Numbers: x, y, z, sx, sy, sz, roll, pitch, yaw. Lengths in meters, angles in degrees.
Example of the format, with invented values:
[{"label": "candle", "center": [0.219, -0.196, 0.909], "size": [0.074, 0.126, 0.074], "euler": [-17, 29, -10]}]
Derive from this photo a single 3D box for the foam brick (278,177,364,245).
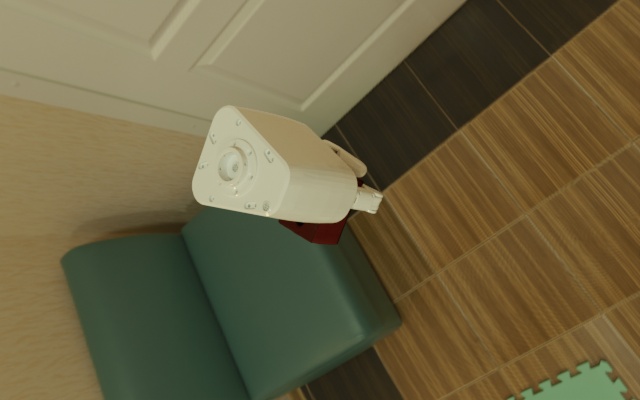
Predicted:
[{"label": "foam brick", "center": [0.000, 0.002, 0.512], "size": [0.053, 0.078, 0.051], "euler": [29, 13, 33]}]
